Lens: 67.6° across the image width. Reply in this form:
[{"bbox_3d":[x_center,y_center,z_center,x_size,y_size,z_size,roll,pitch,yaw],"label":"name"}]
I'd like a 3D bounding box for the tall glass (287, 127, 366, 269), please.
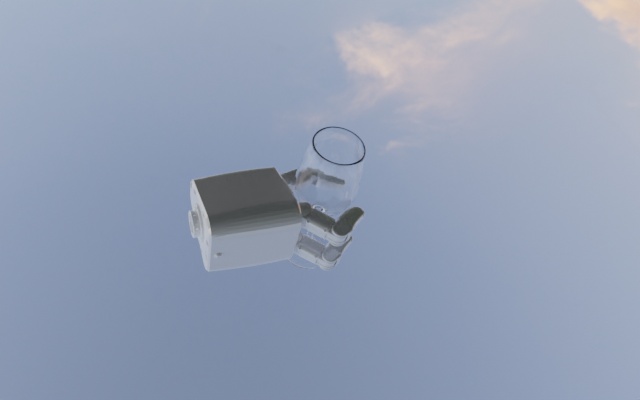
[{"bbox_3d":[0.000,0.002,0.603,0.079,0.079,0.201,0,-40,-16],"label":"tall glass"}]
